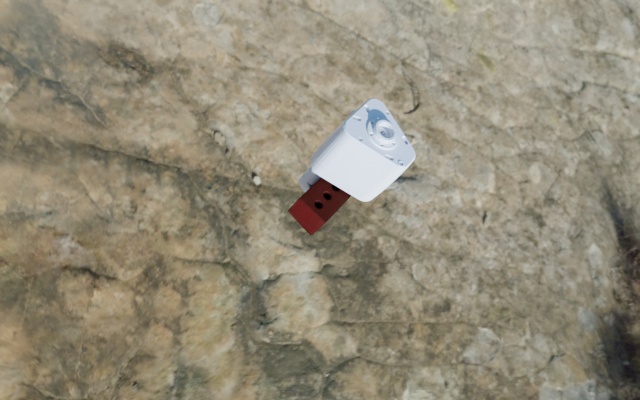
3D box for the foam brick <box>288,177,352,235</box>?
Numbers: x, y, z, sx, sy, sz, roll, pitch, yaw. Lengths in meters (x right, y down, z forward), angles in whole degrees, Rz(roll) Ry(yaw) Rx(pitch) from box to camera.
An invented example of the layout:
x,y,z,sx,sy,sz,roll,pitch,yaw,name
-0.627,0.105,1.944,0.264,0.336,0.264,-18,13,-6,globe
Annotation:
x,y,z,sx,sy,sz,roll,pitch,yaw,name
0.000,0.003,0.715,0.078,0.053,0.051,-46,1,-34,foam brick
